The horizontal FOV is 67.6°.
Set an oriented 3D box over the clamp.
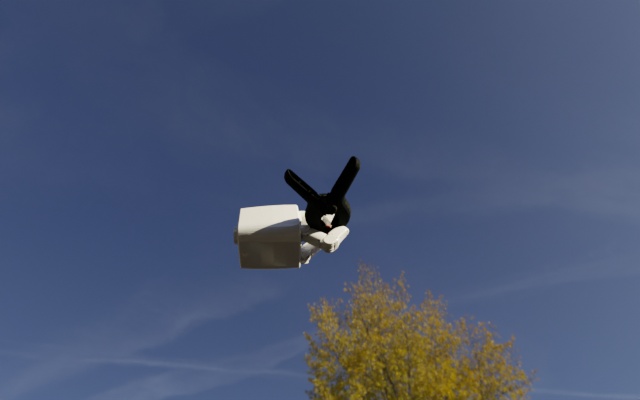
[{"bbox_3d":[0.000,0.002,0.789,0.120,0.172,0.039,-1,39,-5],"label":"clamp"}]
